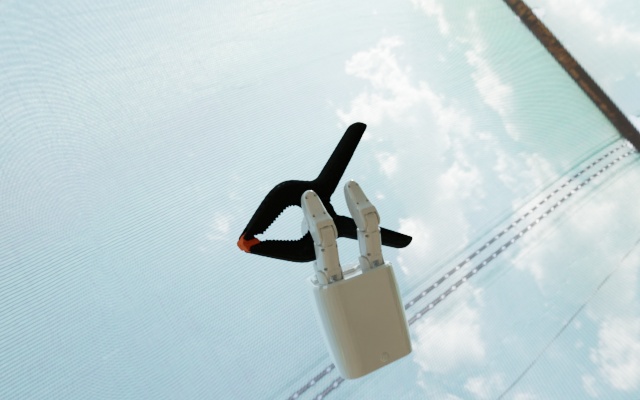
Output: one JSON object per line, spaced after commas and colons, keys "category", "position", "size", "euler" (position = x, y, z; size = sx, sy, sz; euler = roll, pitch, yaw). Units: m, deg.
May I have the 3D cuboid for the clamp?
{"category": "clamp", "position": [-0.001, 0.002, 0.551], "size": [0.210, 0.164, 0.036], "euler": [-16, -2, -25]}
